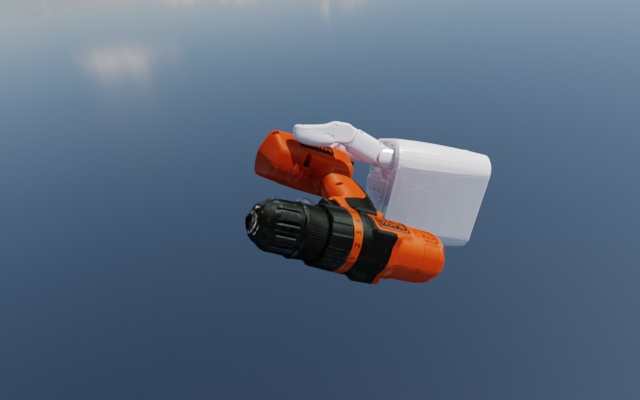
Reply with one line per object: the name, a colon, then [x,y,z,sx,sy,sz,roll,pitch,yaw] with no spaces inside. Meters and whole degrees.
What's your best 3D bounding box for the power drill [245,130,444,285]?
power drill: [0.000,0.001,0.435,0.184,0.057,0.187,17,23,-32]
